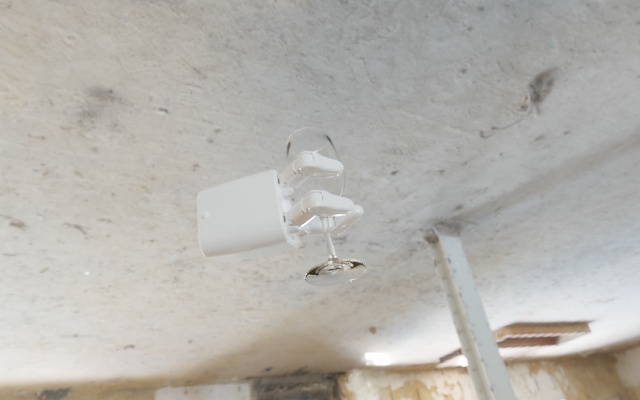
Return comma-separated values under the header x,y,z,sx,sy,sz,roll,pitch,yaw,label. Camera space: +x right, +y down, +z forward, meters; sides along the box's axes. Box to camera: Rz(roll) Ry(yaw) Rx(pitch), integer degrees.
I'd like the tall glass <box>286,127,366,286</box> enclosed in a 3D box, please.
x,y,z,sx,sy,sz,roll,pitch,yaw,label
0.000,0.003,0.613,0.079,0.201,0.079,-8,-30,-5,tall glass
